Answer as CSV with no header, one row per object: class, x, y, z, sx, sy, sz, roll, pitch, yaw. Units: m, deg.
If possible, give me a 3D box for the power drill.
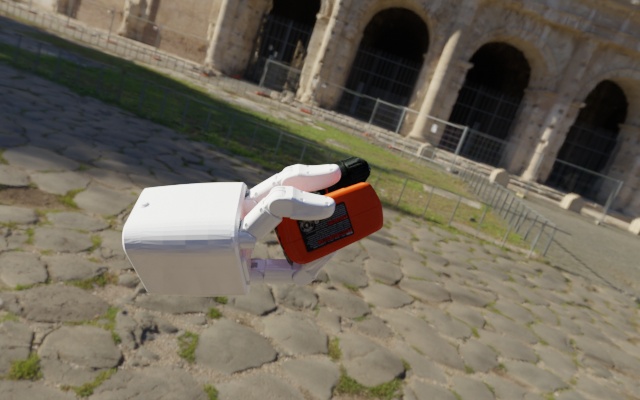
power drill,0.000,0.002,0.545,0.184,0.057,0.187,-24,15,-12
